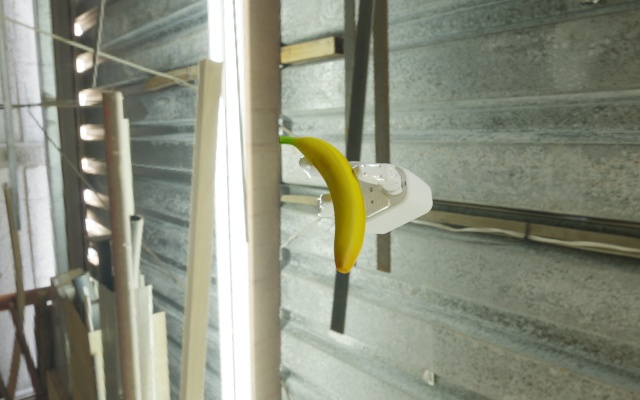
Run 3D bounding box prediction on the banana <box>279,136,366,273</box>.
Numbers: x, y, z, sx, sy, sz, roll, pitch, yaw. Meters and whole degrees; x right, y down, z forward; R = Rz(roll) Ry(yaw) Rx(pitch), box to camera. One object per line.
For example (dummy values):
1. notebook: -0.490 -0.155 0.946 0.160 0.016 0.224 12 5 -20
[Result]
1. banana: 0.016 -0.009 0.574 0.069 0.197 0.037 -25 -27 -1
